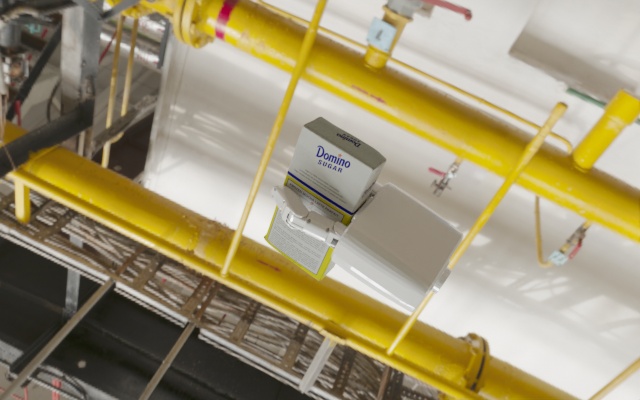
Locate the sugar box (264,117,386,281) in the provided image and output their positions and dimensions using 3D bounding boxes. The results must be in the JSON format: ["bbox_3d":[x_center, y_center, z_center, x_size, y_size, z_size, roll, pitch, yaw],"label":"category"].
[{"bbox_3d":[0.000,0.002,0.557,0.093,0.176,0.048,34,35,14],"label":"sugar box"}]
